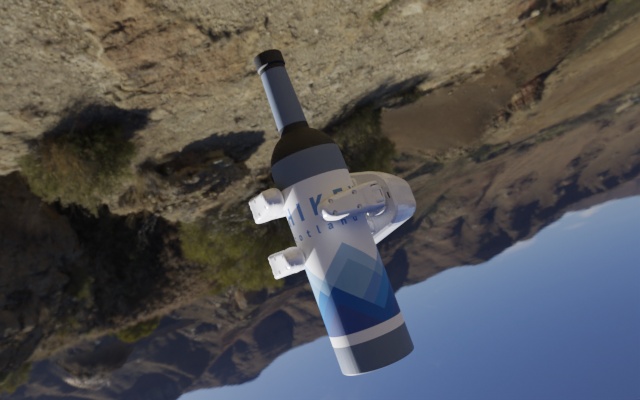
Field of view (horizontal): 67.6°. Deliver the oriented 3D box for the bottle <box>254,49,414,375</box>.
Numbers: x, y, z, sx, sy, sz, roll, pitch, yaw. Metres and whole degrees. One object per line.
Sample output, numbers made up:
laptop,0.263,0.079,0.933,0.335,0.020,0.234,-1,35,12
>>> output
bottle,0.000,0.002,0.432,0.069,0.295,0.069,-20,-7,-2
